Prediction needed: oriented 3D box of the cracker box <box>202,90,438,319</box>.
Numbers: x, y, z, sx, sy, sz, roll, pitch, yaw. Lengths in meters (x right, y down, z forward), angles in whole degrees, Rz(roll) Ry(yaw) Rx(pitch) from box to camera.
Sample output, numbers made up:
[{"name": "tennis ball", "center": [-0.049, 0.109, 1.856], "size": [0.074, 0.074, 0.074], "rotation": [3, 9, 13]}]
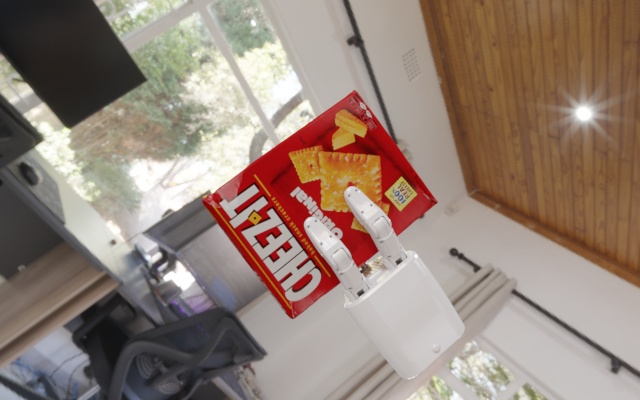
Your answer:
[{"name": "cracker box", "center": [0.000, 0.002, 0.545], "size": [0.213, 0.164, 0.072], "rotation": [-37, 5, -12]}]
